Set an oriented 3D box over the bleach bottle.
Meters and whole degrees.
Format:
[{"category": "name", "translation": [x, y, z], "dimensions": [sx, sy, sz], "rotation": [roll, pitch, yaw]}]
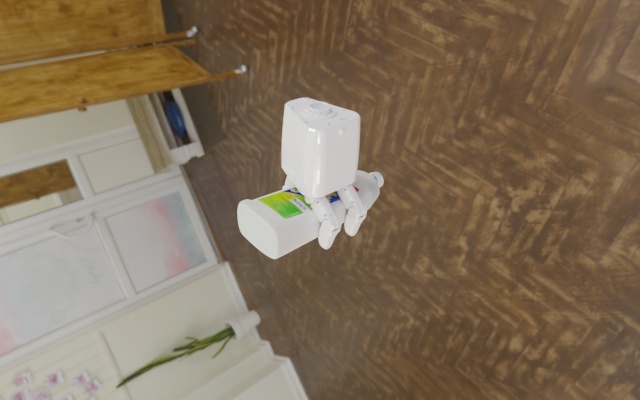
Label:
[{"category": "bleach bottle", "translation": [0.000, 0.003, 0.759], "dimensions": [0.251, 0.068, 0.102], "rotation": [-25, 44, -35]}]
